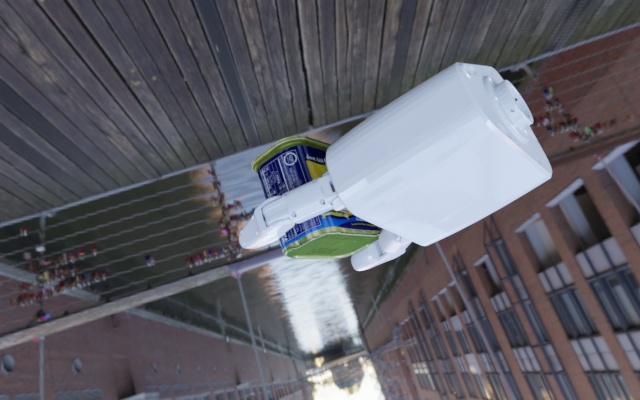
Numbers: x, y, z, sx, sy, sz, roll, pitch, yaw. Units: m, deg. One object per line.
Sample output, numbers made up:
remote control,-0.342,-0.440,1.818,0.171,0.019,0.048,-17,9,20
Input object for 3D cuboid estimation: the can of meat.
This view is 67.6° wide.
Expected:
can of meat,0.000,0.002,0.402,0.057,0.084,0.102,-32,-23,30
